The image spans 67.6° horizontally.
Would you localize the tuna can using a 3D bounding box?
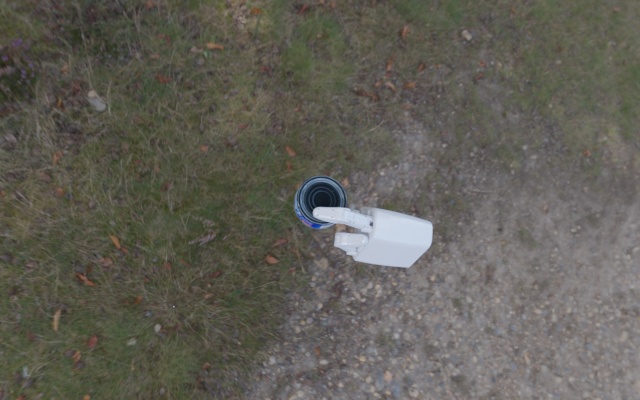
[{"bbox_3d":[0.000,0.002,0.792,0.086,0.086,0.034,0,-13,-11],"label":"tuna can"}]
